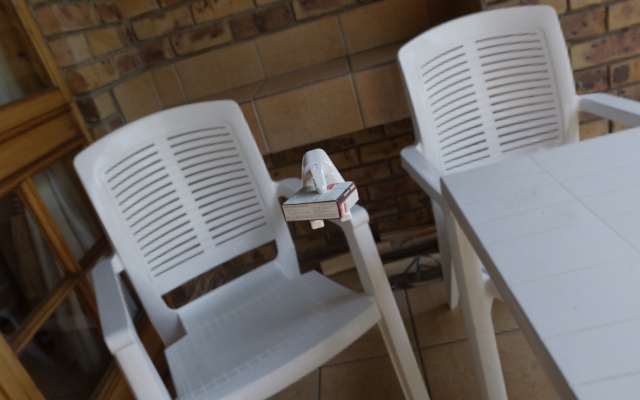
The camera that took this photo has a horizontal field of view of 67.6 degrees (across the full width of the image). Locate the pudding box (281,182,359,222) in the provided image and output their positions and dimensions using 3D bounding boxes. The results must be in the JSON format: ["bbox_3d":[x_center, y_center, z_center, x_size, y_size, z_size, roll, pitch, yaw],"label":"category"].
[{"bbox_3d":[0.000,0.003,0.851,0.113,0.039,0.090,-6,21,28],"label":"pudding box"}]
